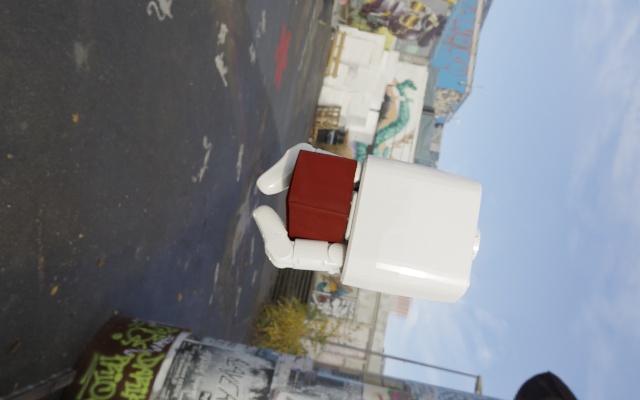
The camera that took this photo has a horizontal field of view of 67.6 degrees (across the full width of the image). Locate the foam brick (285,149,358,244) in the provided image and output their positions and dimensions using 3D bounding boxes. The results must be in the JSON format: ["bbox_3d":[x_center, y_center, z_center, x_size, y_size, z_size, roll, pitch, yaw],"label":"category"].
[{"bbox_3d":[0.000,0.001,0.413,0.051,0.053,0.078,12,-28,3],"label":"foam brick"}]
